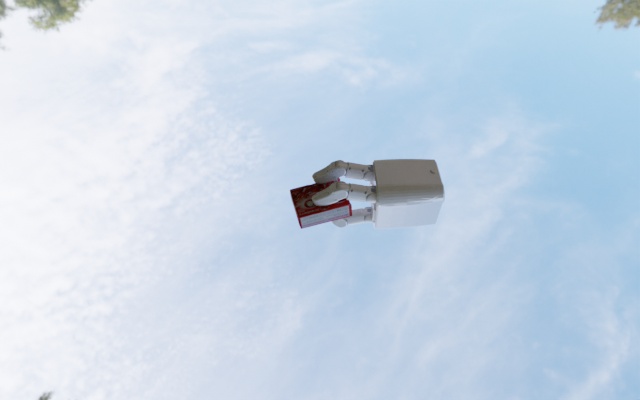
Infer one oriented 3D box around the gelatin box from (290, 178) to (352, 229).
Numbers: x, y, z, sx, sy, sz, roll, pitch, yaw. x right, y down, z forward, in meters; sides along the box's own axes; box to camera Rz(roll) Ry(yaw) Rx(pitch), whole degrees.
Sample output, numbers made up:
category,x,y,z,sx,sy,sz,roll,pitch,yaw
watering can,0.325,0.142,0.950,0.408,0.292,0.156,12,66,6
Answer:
category,x,y,z,sx,sy,sz,roll,pitch,yaw
gelatin box,0.000,0.003,0.786,0.089,0.030,0.073,-15,43,-5
